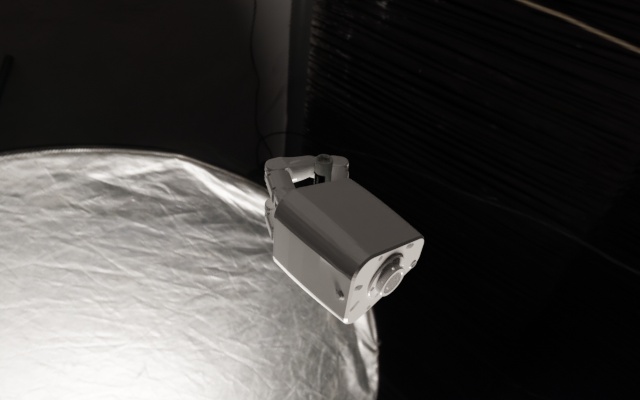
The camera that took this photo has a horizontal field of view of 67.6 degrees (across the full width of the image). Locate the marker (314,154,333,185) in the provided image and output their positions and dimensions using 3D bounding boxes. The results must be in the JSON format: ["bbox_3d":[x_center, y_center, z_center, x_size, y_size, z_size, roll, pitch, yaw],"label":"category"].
[{"bbox_3d":[0.000,0.002,0.537,0.020,0.121,0.020,3,42,-3],"label":"marker"}]
